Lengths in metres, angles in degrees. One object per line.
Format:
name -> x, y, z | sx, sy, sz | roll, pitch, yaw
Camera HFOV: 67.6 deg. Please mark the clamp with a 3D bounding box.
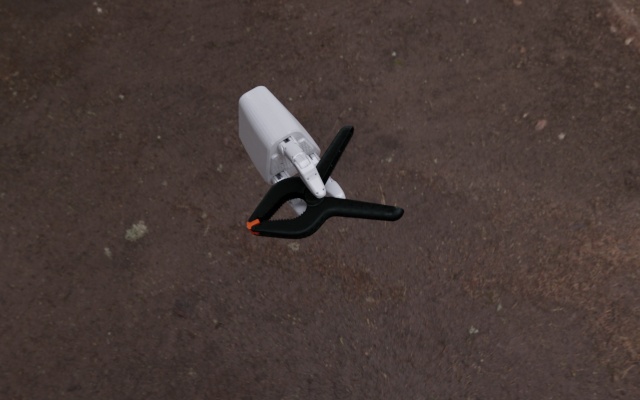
clamp -> -0.001, 0.002, 0.668 | 0.210, 0.164, 0.036 | -32, -25, -7
